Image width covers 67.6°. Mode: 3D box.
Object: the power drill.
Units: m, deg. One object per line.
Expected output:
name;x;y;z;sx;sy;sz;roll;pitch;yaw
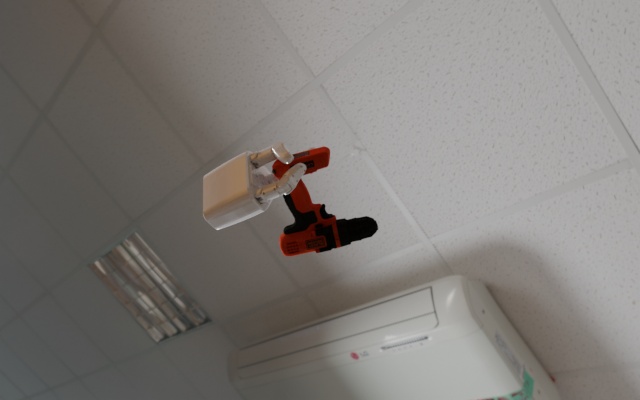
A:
power drill;0.000;0.002;0.860;0.184;0.188;0.057;-14;17;0
